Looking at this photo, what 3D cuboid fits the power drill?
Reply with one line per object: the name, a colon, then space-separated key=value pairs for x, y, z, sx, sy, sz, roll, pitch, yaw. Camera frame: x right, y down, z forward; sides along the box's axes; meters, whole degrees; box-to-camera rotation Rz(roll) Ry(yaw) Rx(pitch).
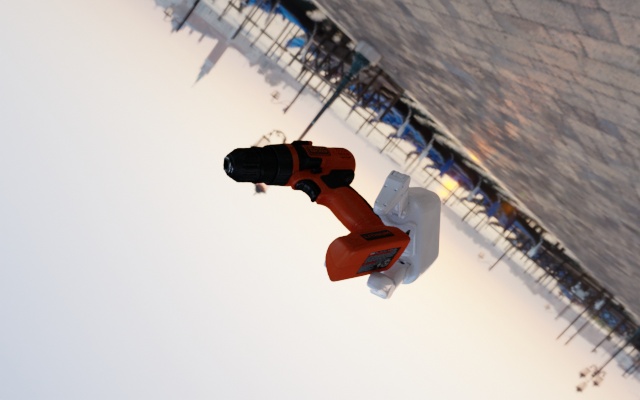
power drill: x=0.000 y=0.002 z=0.545 sx=0.184 sy=0.057 sz=0.187 roll=-5 pitch=48 yaw=-38
